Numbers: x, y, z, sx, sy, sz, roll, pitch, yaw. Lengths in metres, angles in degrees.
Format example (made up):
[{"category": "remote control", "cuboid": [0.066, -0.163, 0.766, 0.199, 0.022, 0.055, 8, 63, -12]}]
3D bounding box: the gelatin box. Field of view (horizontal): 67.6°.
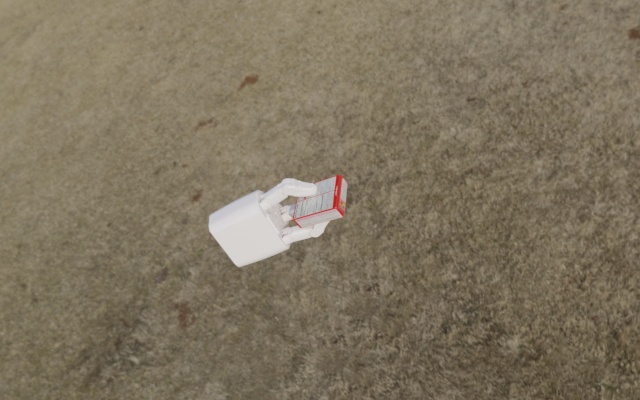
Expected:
[{"category": "gelatin box", "cuboid": [0.000, 0.002, 0.808, 0.089, 0.073, 0.030, -17, -45, 28]}]
